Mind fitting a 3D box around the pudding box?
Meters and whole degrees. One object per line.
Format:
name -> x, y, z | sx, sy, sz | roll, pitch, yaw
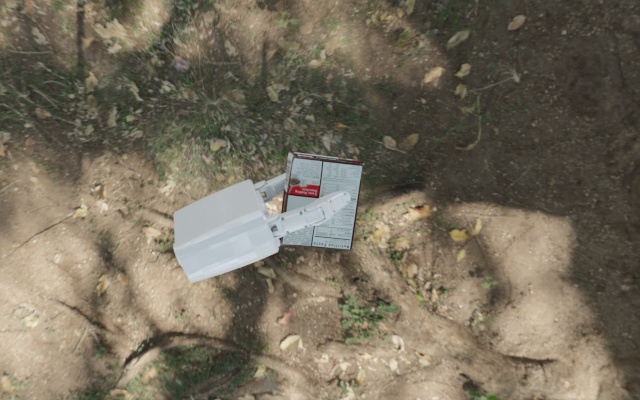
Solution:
pudding box -> 0.000, 0.002, 0.583 | 0.090, 0.113, 0.039 | 6, 12, -11
